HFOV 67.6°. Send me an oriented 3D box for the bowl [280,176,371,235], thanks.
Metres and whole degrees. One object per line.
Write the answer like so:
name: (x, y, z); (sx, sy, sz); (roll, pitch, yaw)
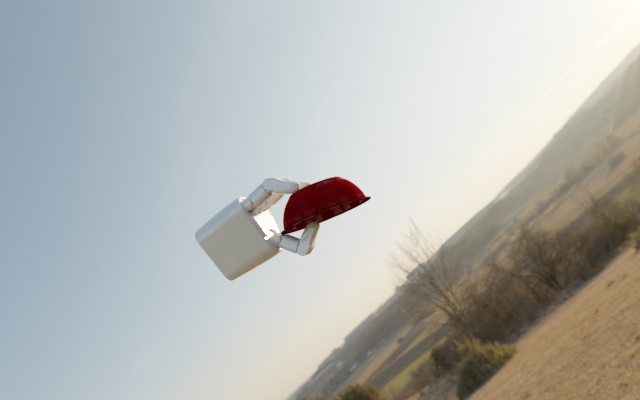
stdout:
bowl: (0.001, 0.002, 0.795); (0.162, 0.055, 0.162); (-21, -7, -3)
